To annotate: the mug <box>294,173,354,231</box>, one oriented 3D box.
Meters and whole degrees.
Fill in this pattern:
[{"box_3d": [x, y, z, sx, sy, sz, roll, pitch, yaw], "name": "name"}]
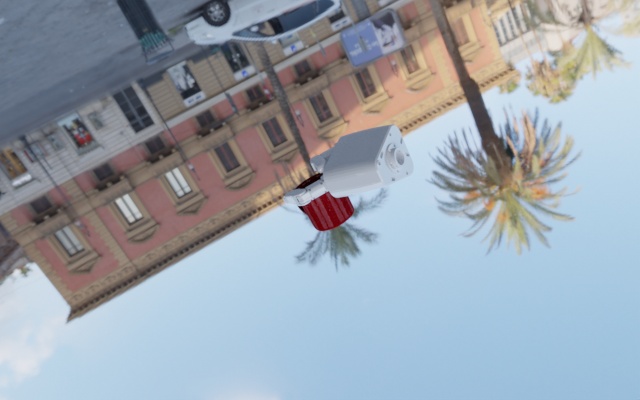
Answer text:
[{"box_3d": [-0.001, 0.003, 0.867, 0.117, 0.081, 0.093, -11, 26, 42], "name": "mug"}]
